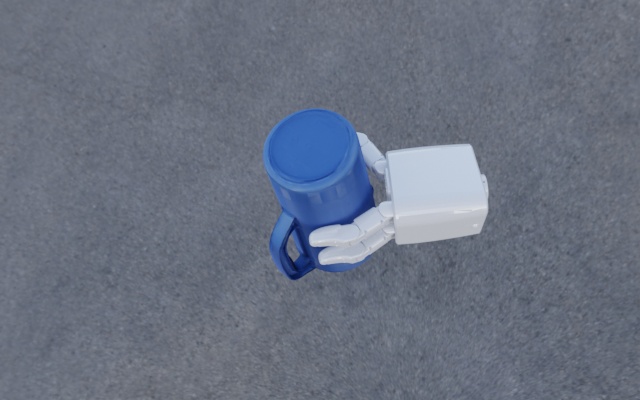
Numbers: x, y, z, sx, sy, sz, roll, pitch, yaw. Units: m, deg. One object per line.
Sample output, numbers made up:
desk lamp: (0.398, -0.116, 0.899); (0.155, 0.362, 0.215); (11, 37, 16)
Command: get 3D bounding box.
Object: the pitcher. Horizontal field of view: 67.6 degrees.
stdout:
pitcher: (0.000, 0.002, 0.616); (0.145, 0.149, 0.243); (-7, -27, 7)
